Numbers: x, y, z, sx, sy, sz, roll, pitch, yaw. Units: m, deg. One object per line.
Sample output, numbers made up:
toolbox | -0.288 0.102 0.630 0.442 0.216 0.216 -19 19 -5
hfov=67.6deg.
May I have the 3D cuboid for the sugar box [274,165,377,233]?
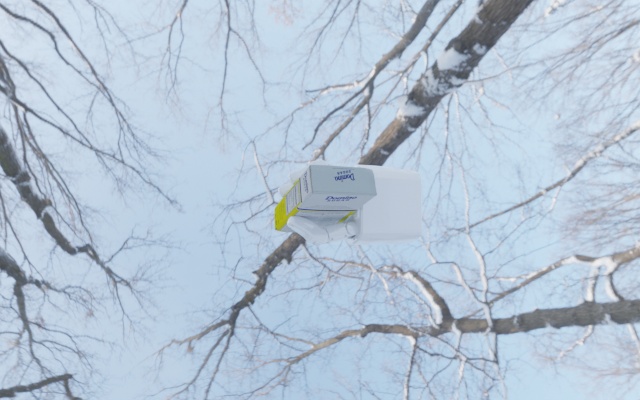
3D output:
sugar box | 0.000 0.002 0.685 0.093 0.048 0.176 2 -22 -21
